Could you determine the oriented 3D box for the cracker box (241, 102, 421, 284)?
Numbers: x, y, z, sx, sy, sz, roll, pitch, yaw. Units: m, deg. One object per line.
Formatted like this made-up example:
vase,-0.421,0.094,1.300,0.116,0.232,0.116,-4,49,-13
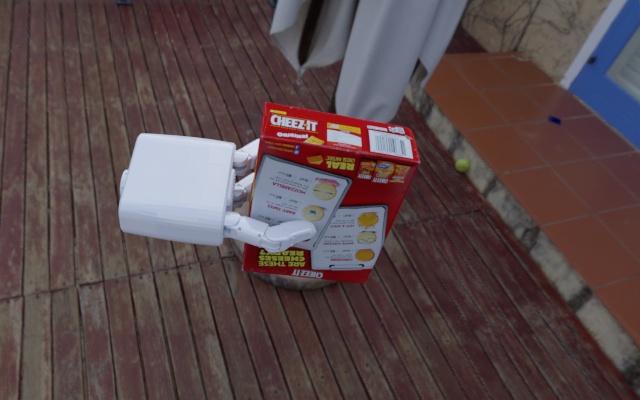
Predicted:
cracker box,0.000,0.002,0.558,0.164,0.072,0.214,8,-46,-8
